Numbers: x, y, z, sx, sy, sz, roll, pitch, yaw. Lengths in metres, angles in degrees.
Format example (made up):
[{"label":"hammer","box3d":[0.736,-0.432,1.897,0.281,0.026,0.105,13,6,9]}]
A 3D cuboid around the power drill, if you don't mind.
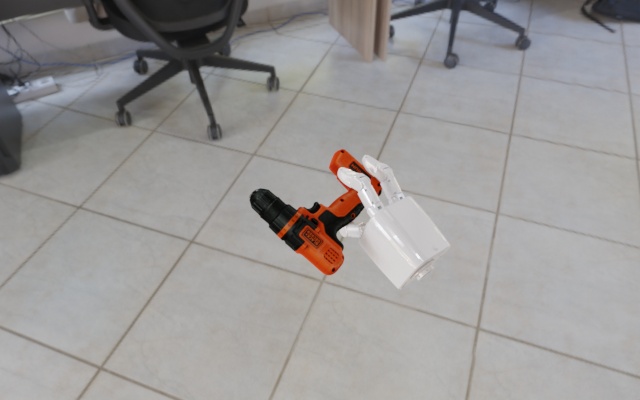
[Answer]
[{"label":"power drill","box3d":[0.001,0.002,0.793,0.184,0.187,0.057,43,-24,-4]}]
